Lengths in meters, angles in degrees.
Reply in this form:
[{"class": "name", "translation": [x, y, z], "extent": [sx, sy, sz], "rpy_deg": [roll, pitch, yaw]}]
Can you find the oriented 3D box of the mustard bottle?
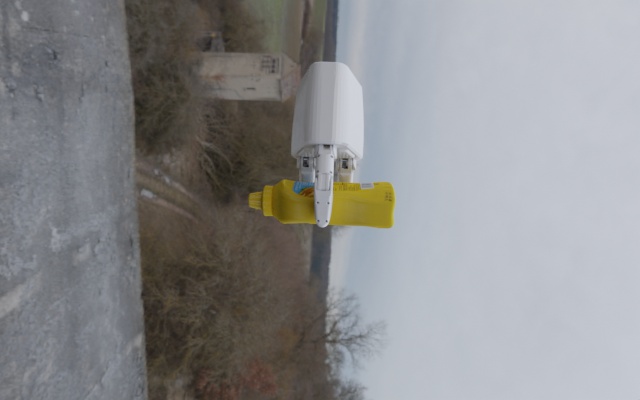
[{"class": "mustard bottle", "translation": [0.000, 0.002, 0.637], "extent": [0.191, 0.058, 0.096], "rpy_deg": [2, 17, 2]}]
